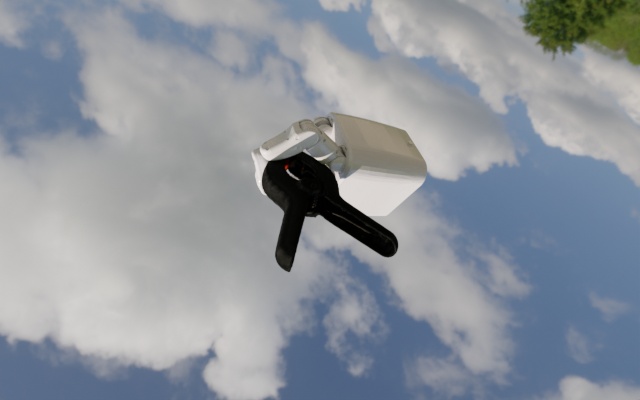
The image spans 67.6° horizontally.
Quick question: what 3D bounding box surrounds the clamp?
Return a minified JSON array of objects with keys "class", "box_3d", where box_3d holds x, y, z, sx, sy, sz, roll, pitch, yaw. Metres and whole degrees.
[{"class":"clamp","box_3d":[0.000,0.002,0.469,0.120,0.039,0.171,7,40,-26]}]
